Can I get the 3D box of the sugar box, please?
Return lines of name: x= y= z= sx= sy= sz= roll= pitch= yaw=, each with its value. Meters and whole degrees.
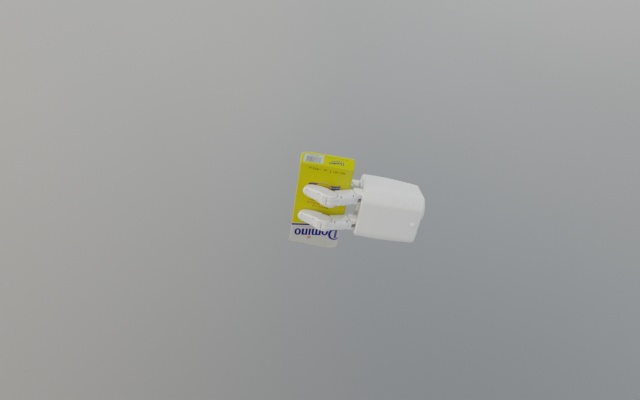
sugar box: x=0.000 y=0.003 z=0.848 sx=0.093 sy=0.176 sz=0.048 roll=10 pitch=34 yaw=0
